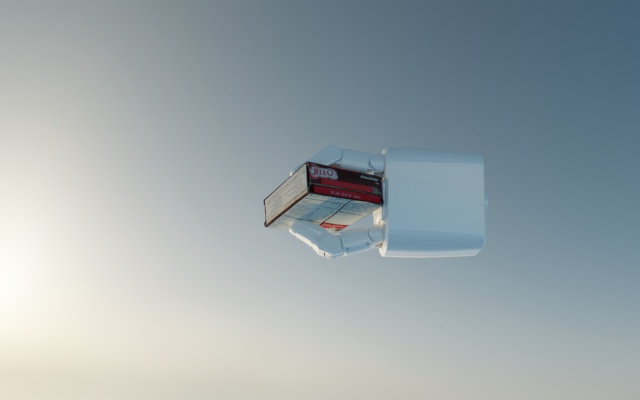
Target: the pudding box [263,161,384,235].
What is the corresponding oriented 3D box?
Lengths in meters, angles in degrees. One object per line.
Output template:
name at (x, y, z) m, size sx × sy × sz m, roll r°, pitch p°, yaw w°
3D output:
pudding box at (0.000, 0.002, 0.516) m, size 0.090 × 0.039 × 0.113 m, roll 10°, pitch -27°, yaw -27°
